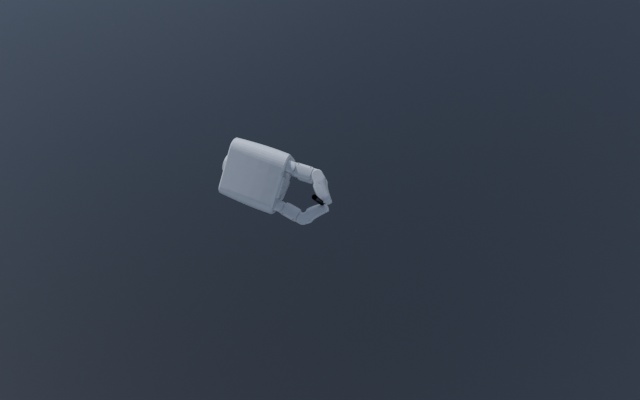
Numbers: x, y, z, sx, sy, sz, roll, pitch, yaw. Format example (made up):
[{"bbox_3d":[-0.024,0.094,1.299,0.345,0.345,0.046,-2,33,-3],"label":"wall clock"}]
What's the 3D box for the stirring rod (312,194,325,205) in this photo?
[{"bbox_3d":[0.000,0.003,0.811,0.011,0.011,0.239,0,-4,4],"label":"stirring rod"}]
